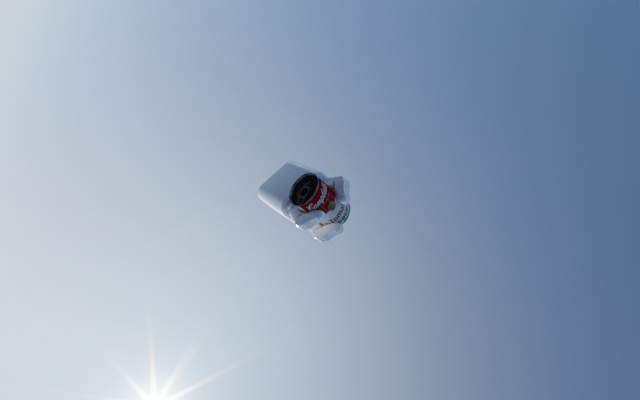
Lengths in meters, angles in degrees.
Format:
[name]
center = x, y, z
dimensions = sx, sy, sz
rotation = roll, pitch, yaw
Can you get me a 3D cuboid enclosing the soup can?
[soup can]
center = 0.001, 0.003, 0.887
dimensions = 0.068, 0.068, 0.102
rotation = 0, -28, 43
